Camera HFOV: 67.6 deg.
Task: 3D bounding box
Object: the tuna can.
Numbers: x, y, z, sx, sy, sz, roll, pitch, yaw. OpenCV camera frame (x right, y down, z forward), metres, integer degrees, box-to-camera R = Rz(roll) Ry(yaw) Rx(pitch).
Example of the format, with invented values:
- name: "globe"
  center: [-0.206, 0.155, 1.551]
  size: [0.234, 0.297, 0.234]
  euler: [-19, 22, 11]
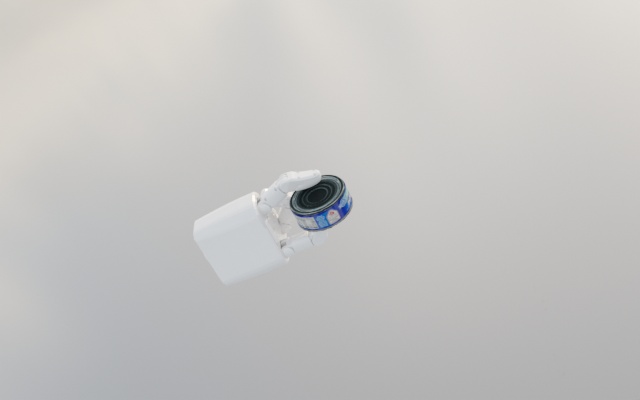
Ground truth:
- name: "tuna can"
  center: [0.000, 0.002, 0.671]
  size: [0.086, 0.034, 0.086]
  euler: [-17, 36, 13]
